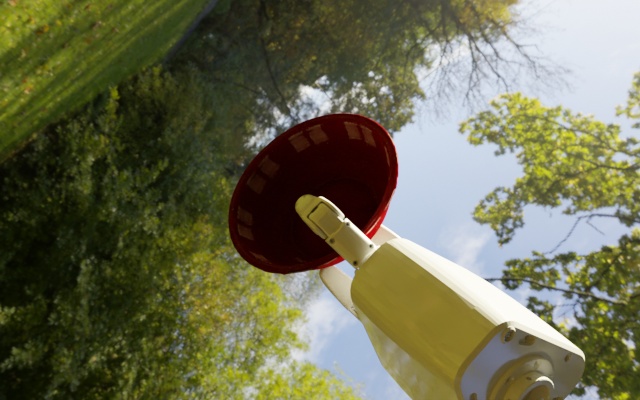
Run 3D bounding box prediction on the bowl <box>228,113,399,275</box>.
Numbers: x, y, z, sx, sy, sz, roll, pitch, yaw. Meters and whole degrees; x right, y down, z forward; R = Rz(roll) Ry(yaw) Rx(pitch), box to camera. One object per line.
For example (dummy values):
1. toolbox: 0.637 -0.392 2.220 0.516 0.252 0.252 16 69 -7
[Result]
1. bowl: 0.000 0.001 0.424 0.162 0.162 0.055 0 -32 32
